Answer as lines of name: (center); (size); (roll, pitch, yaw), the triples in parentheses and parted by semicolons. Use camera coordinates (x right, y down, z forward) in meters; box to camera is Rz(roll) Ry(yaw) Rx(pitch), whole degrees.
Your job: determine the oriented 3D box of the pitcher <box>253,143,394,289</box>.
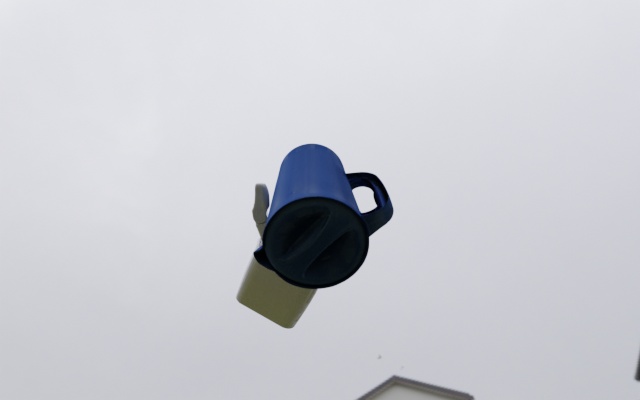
pitcher: (0.000, 0.002, 0.688); (0.149, 0.145, 0.242); (20, 24, -12)
